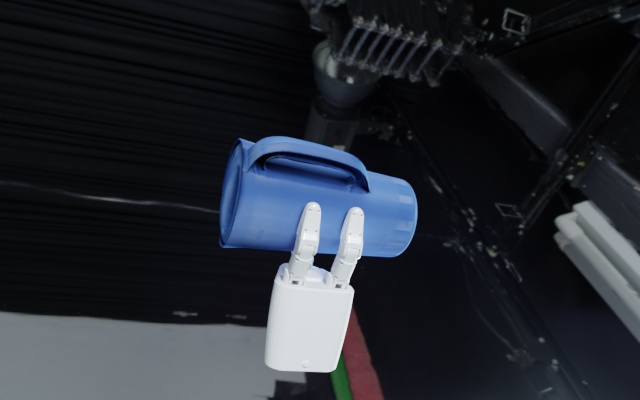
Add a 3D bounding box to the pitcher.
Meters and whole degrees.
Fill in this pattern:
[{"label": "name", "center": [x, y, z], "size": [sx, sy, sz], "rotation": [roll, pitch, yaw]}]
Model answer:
[{"label": "pitcher", "center": [0.000, 0.002, 0.606], "size": [0.243, 0.145, 0.149], "rotation": [9, 7, -20]}]
